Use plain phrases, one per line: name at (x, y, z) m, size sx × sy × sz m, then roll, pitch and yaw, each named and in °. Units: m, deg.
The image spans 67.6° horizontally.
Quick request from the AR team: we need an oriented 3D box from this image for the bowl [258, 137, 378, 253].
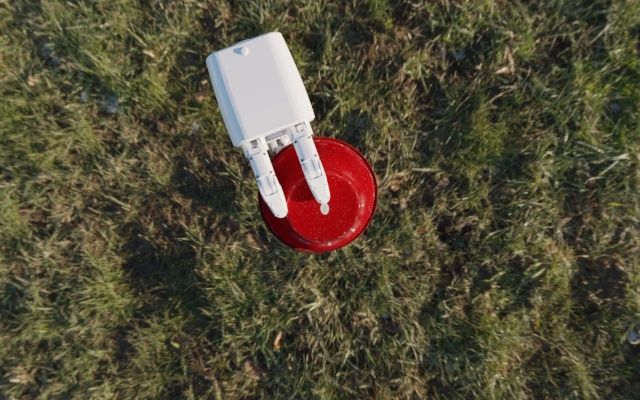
bowl at (0.001, 0.003, 0.614) m, size 0.162 × 0.162 × 0.055 m, roll 0°, pitch 16°, yaw -6°
